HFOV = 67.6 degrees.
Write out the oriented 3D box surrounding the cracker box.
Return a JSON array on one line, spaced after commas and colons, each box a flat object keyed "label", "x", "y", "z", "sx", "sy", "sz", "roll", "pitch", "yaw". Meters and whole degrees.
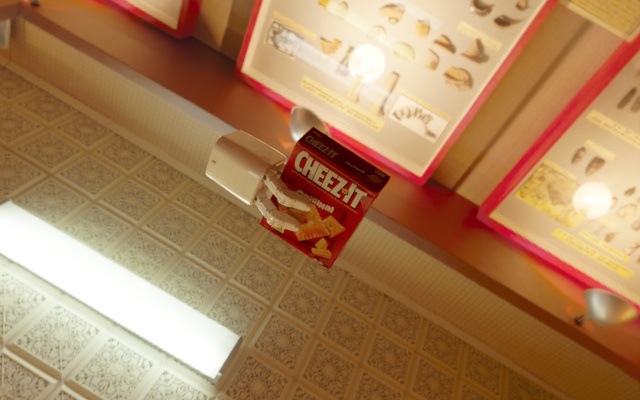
[{"label": "cracker box", "x": 0.000, "y": 0.003, "z": 0.864, "sx": 0.164, "sy": 0.214, "sz": 0.072, "roll": 33, "pitch": 39, "yaw": 6}]
